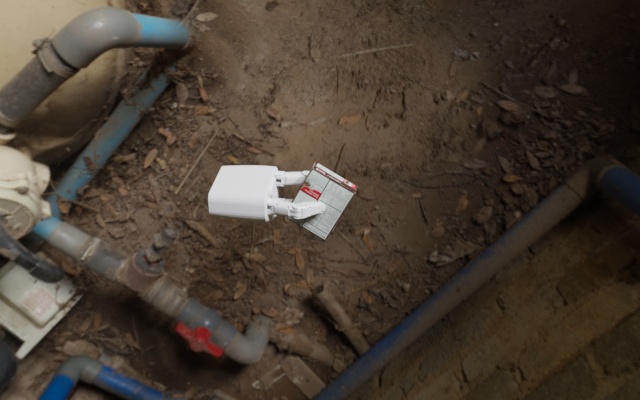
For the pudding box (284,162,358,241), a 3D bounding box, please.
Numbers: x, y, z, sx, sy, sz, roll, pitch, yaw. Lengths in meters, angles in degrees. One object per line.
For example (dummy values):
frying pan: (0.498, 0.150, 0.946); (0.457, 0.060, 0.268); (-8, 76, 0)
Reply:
pudding box: (0.000, 0.003, 0.851); (0.090, 0.113, 0.039); (30, 24, -3)
